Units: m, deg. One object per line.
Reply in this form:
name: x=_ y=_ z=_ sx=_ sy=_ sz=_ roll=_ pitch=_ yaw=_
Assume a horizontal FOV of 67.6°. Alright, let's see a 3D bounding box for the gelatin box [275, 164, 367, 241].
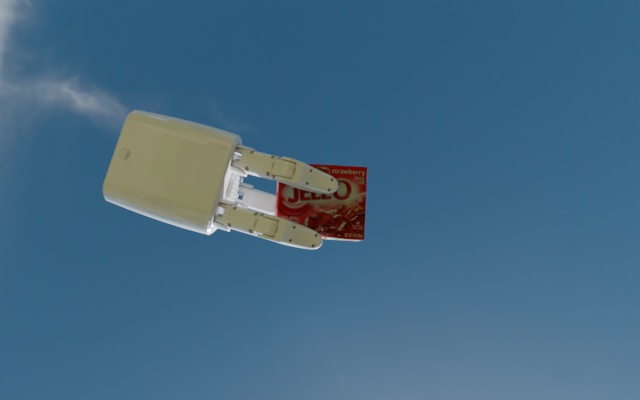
gelatin box: x=0.000 y=0.002 z=0.475 sx=0.089 sy=0.073 sz=0.030 roll=4 pitch=-6 yaw=-6
